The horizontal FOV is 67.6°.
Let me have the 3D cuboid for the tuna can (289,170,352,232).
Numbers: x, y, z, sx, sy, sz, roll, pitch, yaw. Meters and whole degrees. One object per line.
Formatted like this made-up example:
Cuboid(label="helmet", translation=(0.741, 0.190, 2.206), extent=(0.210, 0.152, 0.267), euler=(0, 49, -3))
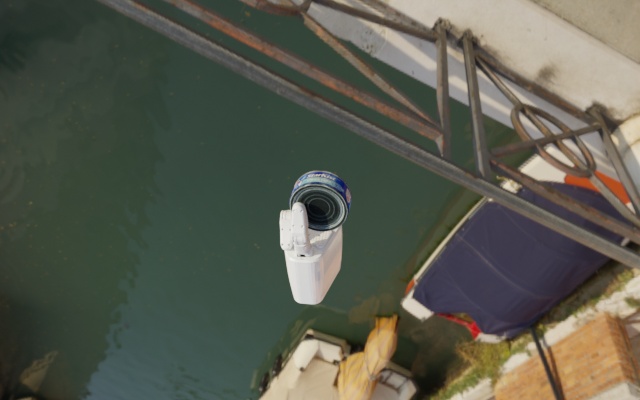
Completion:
Cuboid(label="tuna can", translation=(0.000, 0.002, 0.675), extent=(0.086, 0.086, 0.033), euler=(0, 36, 13))
